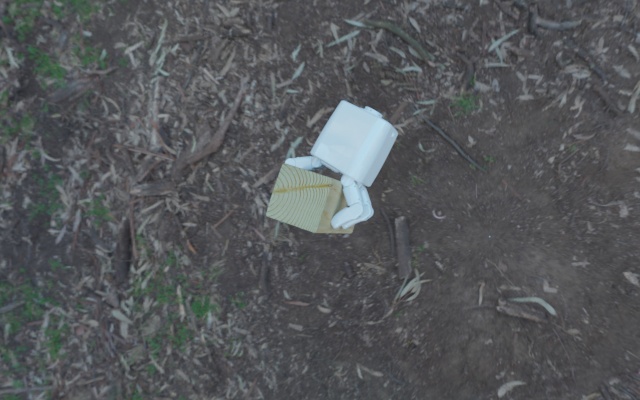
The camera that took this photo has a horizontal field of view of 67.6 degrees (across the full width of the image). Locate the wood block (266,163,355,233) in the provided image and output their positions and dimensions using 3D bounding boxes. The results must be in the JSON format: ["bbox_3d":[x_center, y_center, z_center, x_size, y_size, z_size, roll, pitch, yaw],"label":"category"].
[{"bbox_3d":[0.000,0.002,0.828,0.091,0.090,0.206,19,2,20],"label":"wood block"}]
